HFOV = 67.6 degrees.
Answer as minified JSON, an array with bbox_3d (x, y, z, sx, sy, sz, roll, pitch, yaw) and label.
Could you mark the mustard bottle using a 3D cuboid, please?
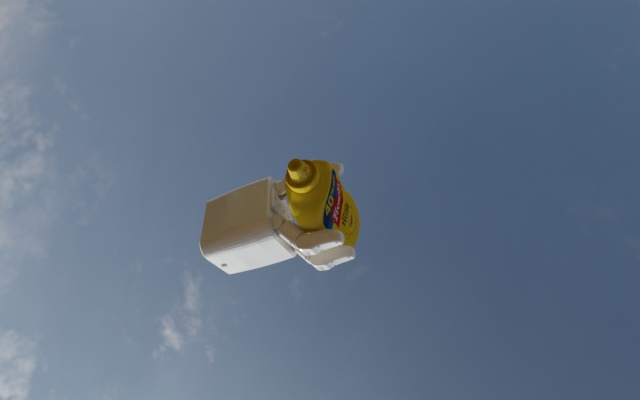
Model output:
[{"bbox_3d":[0.001,0.002,0.628,0.058,0.096,0.192,2,-26,23],"label":"mustard bottle"}]
